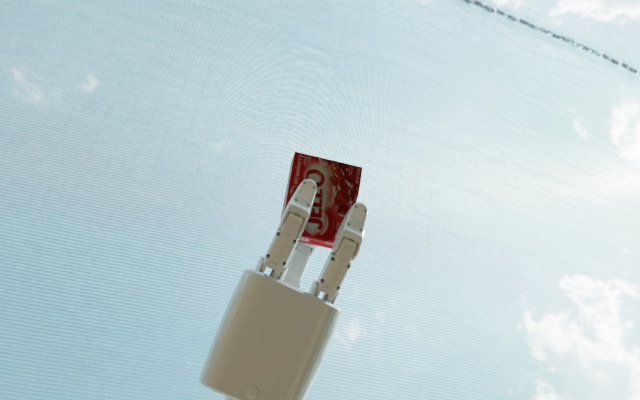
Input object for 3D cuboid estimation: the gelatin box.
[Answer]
[{"bbox_3d":[0.000,0.001,0.486,0.073,0.089,0.030,12,-21,-9],"label":"gelatin box"}]
